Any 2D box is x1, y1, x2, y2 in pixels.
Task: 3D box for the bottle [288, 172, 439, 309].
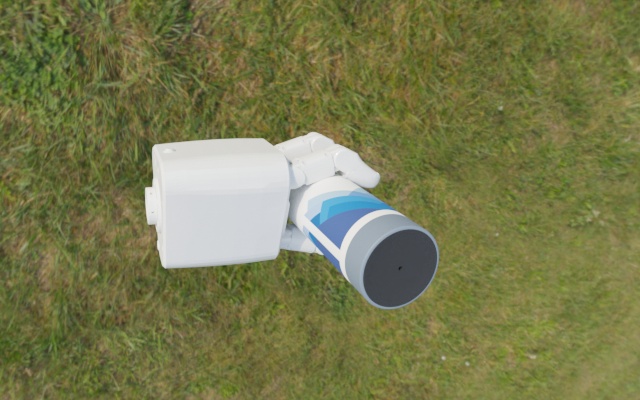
[{"bbox_3d":[0.000,0.002,0.468,0.069,0.069,0.295,0,19,-25],"label":"bottle"}]
